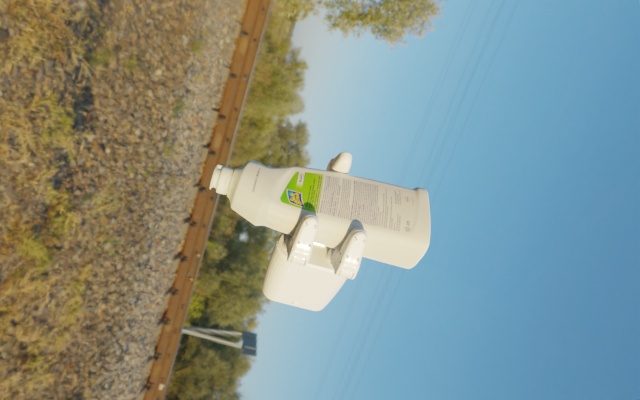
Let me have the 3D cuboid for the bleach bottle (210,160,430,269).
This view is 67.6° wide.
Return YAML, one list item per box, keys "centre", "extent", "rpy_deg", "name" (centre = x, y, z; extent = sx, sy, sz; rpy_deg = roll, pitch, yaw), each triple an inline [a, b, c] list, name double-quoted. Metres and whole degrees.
- centre: [0.000, 0.002, 0.557]
  extent: [0.251, 0.102, 0.068]
  rpy_deg: [16, -43, -8]
  name: "bleach bottle"
